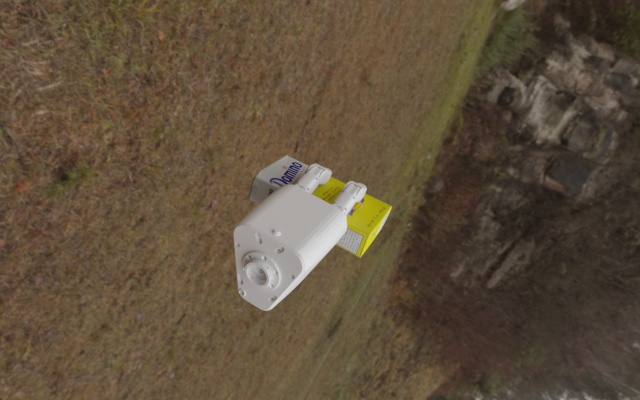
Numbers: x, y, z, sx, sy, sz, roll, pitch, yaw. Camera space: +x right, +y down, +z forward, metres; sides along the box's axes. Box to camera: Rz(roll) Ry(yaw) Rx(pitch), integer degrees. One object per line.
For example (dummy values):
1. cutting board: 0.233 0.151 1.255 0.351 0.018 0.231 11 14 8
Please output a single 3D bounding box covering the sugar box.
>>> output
1. sugar box: 0.000 0.002 0.658 0.176 0.048 0.093 29 33 13
